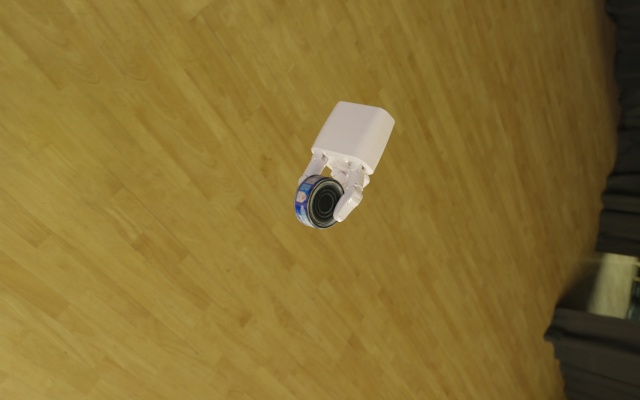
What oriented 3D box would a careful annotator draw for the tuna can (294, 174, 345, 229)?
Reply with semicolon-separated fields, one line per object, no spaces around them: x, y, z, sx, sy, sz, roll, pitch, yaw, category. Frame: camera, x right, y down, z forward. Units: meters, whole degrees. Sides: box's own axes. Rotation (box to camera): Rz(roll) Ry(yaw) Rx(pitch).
0.000;0.003;0.770;0.086;0.086;0.033;0;10;-42;tuna can
